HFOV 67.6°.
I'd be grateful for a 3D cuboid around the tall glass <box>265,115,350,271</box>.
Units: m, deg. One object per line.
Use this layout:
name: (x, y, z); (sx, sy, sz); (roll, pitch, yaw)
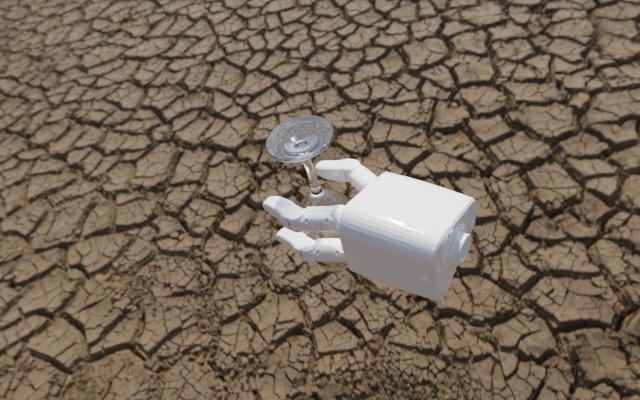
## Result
tall glass: (0.000, 0.001, 0.567); (0.079, 0.079, 0.201); (0, -43, 17)
